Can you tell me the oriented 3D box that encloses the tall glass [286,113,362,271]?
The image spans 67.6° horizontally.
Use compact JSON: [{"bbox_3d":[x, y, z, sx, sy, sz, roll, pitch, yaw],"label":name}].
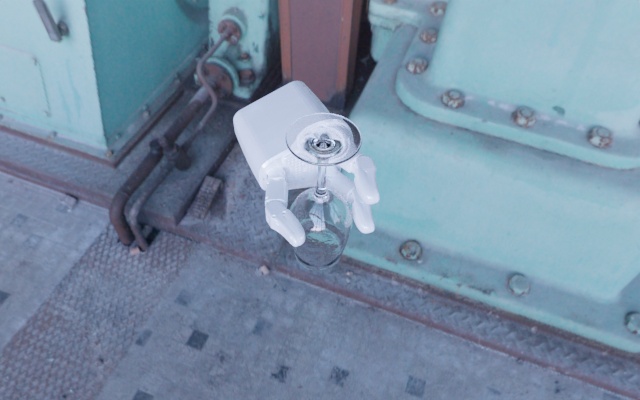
[{"bbox_3d":[0.000,0.001,0.539,0.079,0.079,0.201,0,-40,-2],"label":"tall glass"}]
